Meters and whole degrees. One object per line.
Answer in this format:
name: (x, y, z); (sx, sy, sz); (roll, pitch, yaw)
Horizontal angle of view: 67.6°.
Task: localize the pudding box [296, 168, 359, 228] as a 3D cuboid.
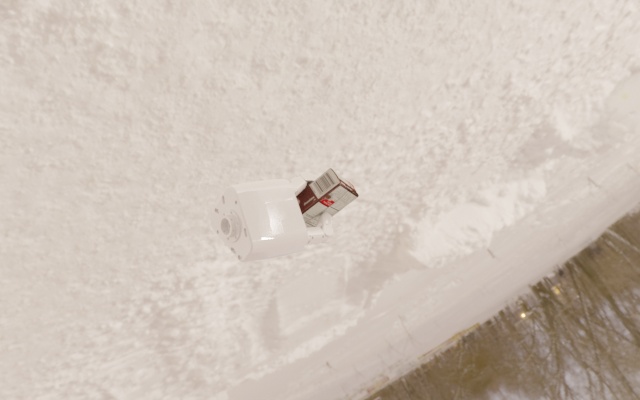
pudding box: (0.000, 0.003, 0.818); (0.113, 0.039, 0.090); (-36, -24, 12)
